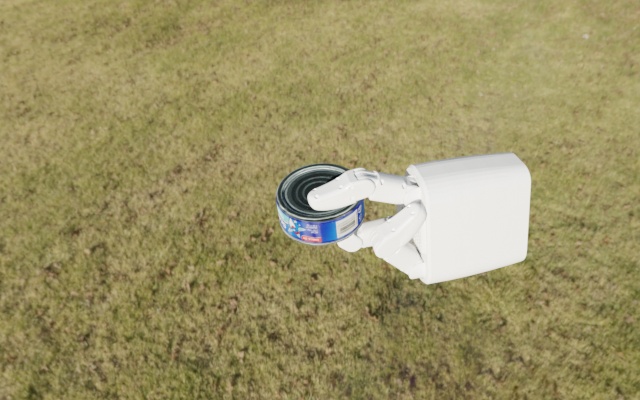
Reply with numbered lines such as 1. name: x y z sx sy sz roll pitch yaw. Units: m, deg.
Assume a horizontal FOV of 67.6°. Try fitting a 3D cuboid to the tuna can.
1. tuna can: 0.000 0.001 0.464 0.086 0.034 0.086 -4 42 3
